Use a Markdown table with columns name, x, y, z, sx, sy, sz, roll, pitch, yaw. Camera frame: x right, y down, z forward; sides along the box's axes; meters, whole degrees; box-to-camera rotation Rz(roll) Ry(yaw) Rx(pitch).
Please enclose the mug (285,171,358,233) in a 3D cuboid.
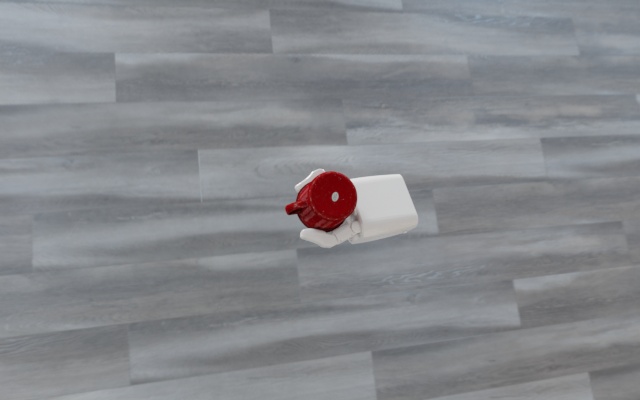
| name | x | y | z | sx | sy | sz | roll | pitch | yaw |
| --- | --- | --- | --- | --- | --- | --- | --- | --- | --- |
| mug | -0.001 | 0.003 | 0.774 | 0.117 | 0.093 | 0.081 | -9 | -10 | -15 |
